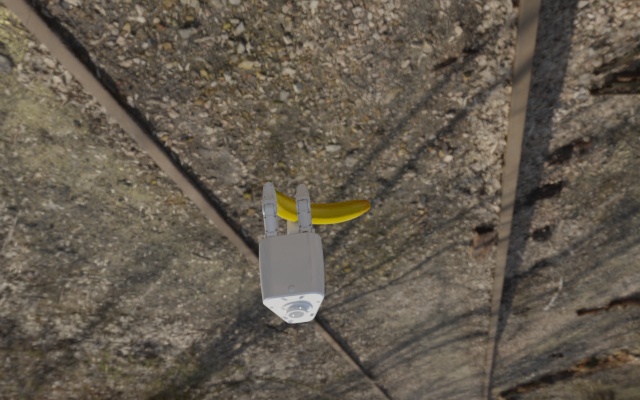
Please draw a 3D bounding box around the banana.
[{"bbox_3d":[-0.010,0.014,0.850,0.198,0.037,0.070,10,-42,-19],"label":"banana"}]
